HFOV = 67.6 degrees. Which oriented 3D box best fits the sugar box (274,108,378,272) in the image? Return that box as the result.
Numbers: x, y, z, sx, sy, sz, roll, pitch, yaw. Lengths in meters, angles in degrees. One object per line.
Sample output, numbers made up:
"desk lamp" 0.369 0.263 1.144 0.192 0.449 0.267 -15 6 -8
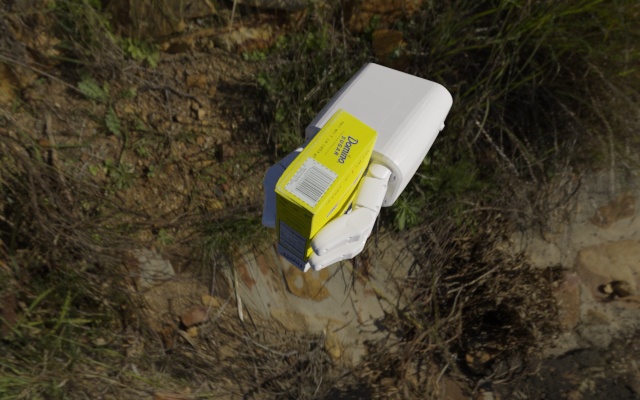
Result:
"sugar box" 0.001 0.002 0.453 0.048 0.093 0.176 34 -20 13
